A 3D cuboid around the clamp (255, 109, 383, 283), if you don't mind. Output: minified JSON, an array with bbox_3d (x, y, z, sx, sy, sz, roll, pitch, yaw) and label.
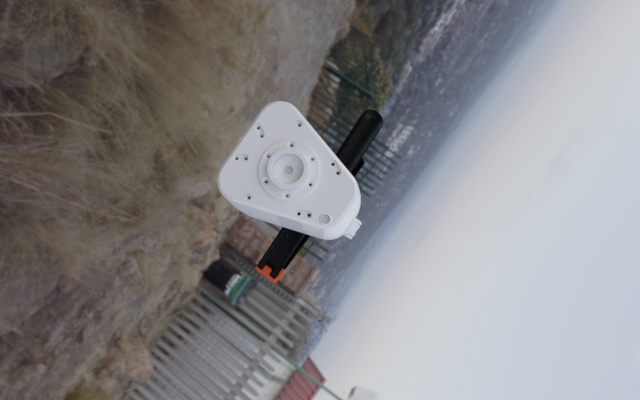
[{"bbox_3d":[0.000,0.003,0.559,0.036,0.210,0.164,35,-4,6],"label":"clamp"}]
